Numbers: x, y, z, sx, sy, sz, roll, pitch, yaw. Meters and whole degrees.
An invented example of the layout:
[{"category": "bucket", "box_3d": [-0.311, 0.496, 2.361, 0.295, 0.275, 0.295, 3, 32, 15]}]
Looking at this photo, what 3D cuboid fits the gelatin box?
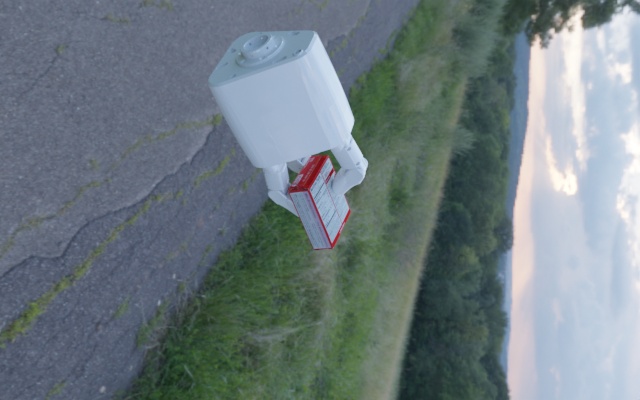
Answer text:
[{"category": "gelatin box", "box_3d": [0.001, 0.002, 0.564, 0.030, 0.089, 0.073, -7, 33, 28]}]
